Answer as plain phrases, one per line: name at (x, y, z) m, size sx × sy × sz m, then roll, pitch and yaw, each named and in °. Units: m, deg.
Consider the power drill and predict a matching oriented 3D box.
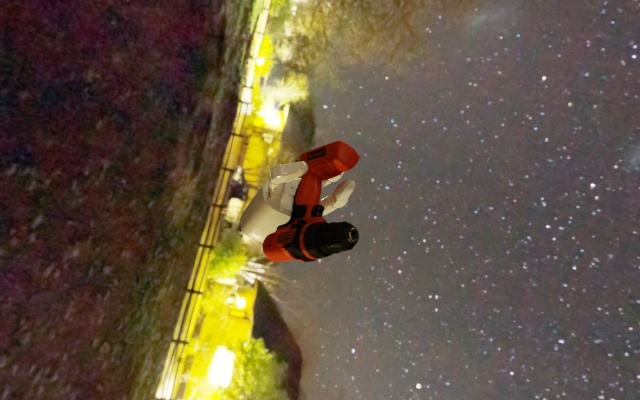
power drill at (0.000, 0.002, 0.721) m, size 0.184 × 0.187 × 0.057 m, roll -12°, pitch -41°, yaw 44°
